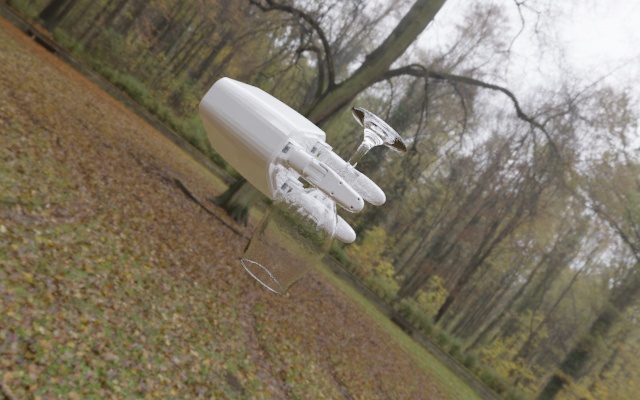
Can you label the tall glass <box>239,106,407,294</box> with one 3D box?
[{"bbox_3d":[0.001,0.001,0.504,0.079,0.201,0.079,39,-2,1],"label":"tall glass"}]
